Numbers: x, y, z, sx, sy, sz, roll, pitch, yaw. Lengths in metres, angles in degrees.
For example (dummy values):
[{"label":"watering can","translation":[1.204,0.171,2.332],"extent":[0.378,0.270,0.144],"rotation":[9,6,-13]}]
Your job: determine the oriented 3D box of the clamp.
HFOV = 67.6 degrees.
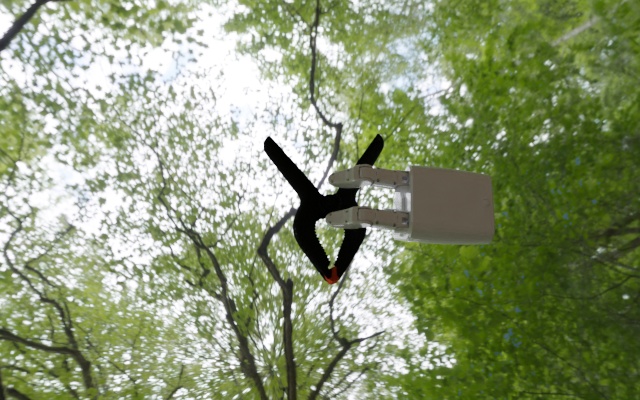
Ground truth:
[{"label":"clamp","translation":[0.000,0.003,0.625],"extent":[0.164,0.210,0.036],"rotation":[4,-20,-2]}]
